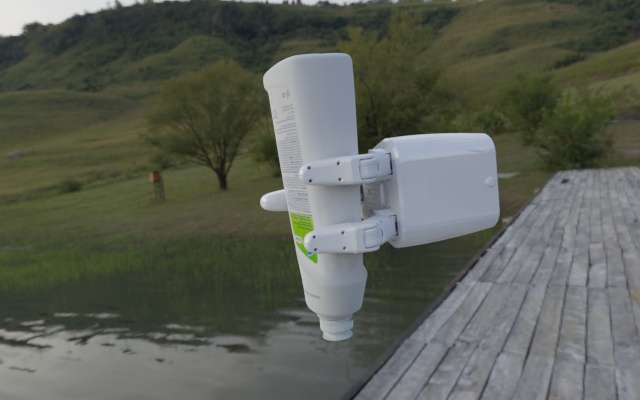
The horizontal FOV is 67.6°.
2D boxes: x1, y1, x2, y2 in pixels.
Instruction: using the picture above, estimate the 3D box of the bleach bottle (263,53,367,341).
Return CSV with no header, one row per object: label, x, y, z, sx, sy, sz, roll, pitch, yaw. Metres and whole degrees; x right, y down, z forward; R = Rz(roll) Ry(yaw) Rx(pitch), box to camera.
bleach bottle,0.000,0.001,0.441,0.068,0.251,0.102,-8,6,-19
